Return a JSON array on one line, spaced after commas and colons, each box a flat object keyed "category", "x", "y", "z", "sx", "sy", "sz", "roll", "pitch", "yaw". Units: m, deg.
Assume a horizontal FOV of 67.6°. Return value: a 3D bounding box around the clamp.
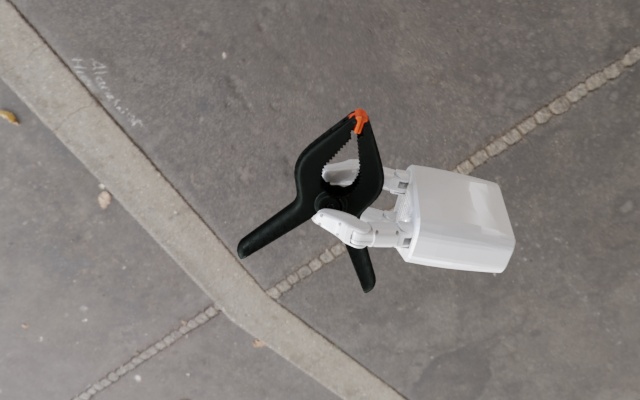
[{"category": "clamp", "x": 0.000, "y": 0.002, "z": 0.513, "sx": 0.164, "sy": 0.210, "sz": 0.036, "roll": 10, "pitch": 27, "yaw": -4}]
